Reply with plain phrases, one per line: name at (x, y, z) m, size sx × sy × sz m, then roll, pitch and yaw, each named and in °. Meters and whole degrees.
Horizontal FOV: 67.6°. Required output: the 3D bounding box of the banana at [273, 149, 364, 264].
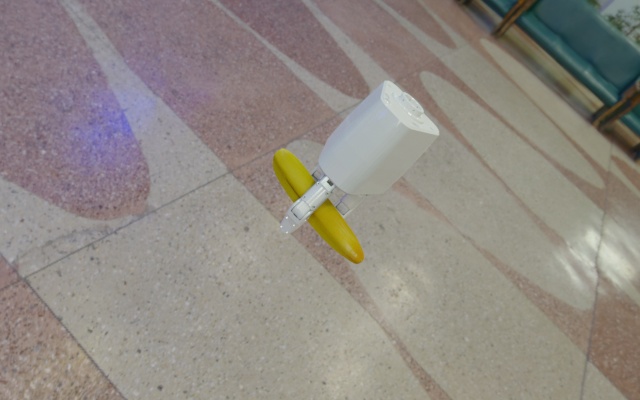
banana at (-0.011, -0.004, 0.602) m, size 0.037 × 0.197 × 0.070 m, roll -43°, pitch -28°, yaw 14°
